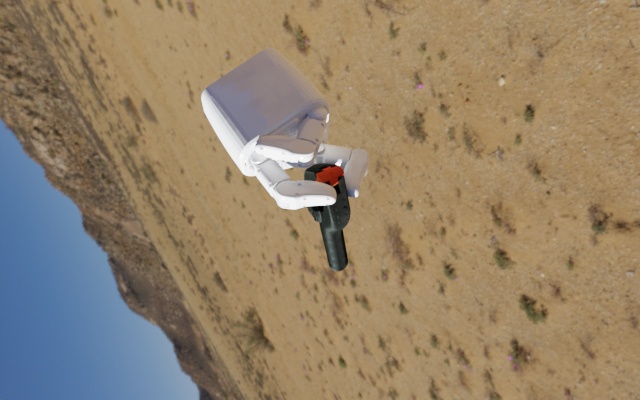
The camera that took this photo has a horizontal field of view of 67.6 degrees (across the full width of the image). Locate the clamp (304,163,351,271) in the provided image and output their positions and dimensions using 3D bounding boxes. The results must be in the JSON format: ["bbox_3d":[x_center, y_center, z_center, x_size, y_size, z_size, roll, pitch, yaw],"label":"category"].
[{"bbox_3d":[0.000,0.002,0.567,0.039,0.120,0.172,-28,-29,-20],"label":"clamp"}]
